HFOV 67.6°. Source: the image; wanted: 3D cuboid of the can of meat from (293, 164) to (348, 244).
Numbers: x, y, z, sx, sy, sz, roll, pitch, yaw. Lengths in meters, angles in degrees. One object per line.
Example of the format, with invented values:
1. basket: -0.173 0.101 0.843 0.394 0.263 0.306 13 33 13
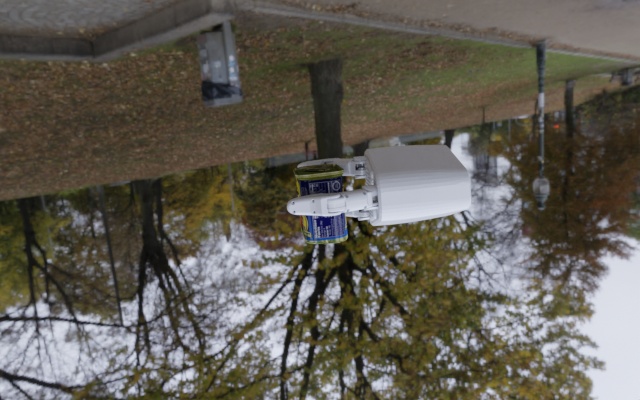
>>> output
1. can of meat: 0.000 0.002 0.590 0.057 0.084 0.102 -7 10 -5
